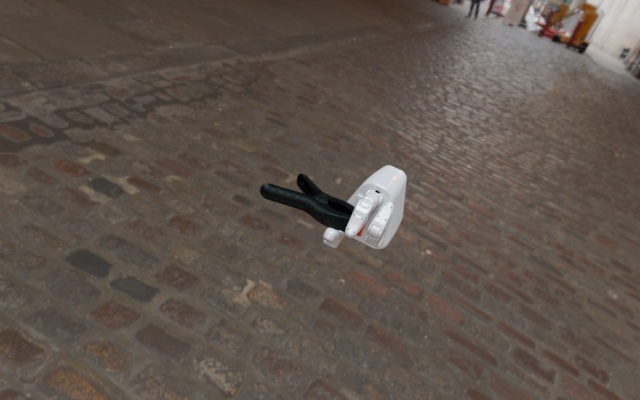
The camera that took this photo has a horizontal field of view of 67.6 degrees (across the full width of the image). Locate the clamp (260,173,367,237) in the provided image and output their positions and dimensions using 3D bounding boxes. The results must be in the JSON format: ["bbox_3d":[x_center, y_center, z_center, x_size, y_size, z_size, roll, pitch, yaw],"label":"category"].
[{"bbox_3d":[0.000,0.002,0.771,0.171,0.039,0.120,27,30,13],"label":"clamp"}]
